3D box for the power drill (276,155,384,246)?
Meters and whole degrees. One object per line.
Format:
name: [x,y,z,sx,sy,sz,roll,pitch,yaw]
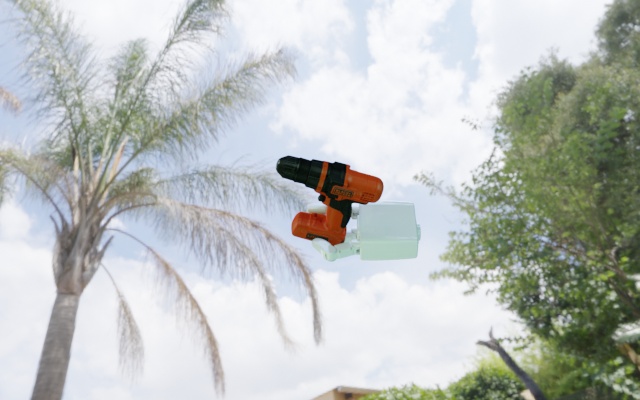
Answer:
power drill: [0.000,0.003,0.851,0.184,0.057,0.188,16,-37,-5]
